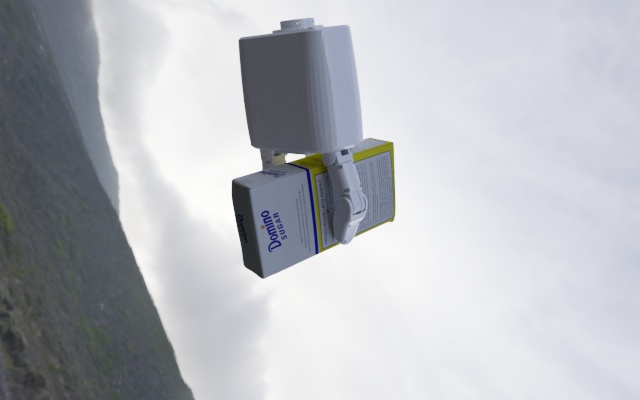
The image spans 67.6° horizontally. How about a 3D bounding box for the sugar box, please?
[{"bbox_3d":[0.000,0.001,0.482,0.176,0.093,0.048,-18,24,-31],"label":"sugar box"}]
